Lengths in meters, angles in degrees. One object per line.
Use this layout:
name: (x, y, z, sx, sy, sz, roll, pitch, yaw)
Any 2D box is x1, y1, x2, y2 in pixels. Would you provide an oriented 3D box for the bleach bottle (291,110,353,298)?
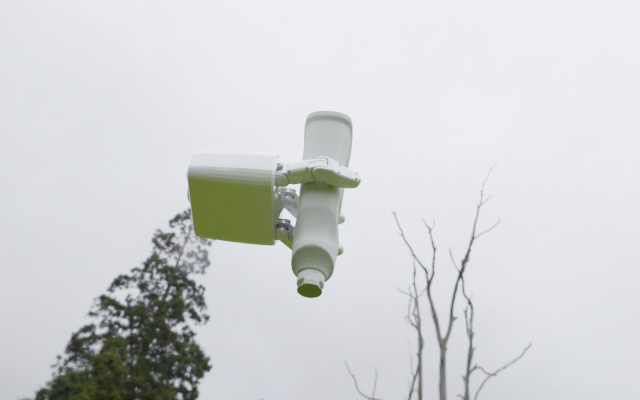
bleach bottle: (0.000, 0.002, 0.597, 0.068, 0.250, 0.103, 4, -43, 4)
